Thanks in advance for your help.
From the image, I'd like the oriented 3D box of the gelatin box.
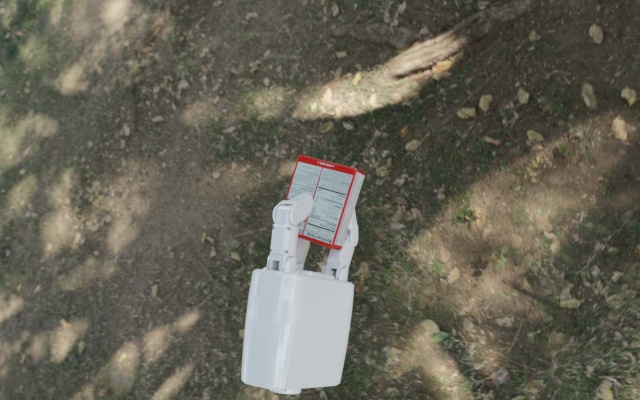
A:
[{"bbox_3d":[0.000,0.001,0.521,0.073,0.089,0.030,16,-1,27],"label":"gelatin box"}]
